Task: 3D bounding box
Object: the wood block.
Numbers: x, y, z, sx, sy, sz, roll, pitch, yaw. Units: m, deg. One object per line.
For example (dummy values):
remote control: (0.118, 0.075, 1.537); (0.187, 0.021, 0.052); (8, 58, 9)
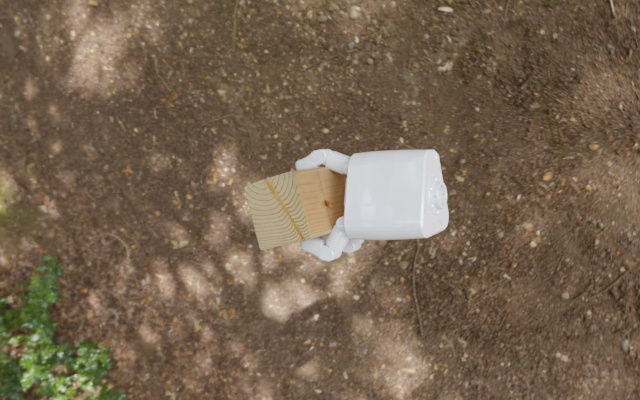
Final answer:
wood block: (0.000, 0.002, 0.697); (0.090, 0.091, 0.206); (-15, -2, 35)
